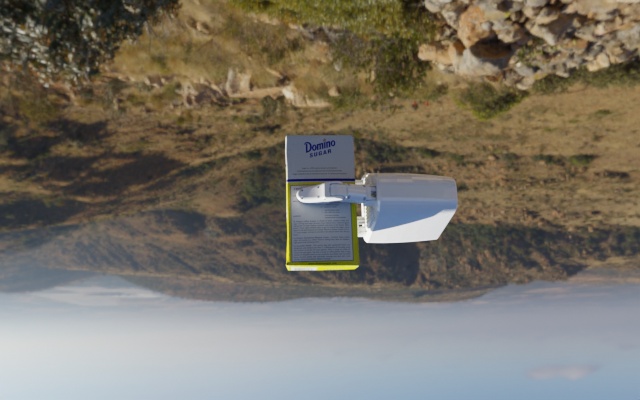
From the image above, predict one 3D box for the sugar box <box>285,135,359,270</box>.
[{"bbox_3d":[0.000,0.002,0.633,0.093,0.176,0.048,0,-16,-4],"label":"sugar box"}]
